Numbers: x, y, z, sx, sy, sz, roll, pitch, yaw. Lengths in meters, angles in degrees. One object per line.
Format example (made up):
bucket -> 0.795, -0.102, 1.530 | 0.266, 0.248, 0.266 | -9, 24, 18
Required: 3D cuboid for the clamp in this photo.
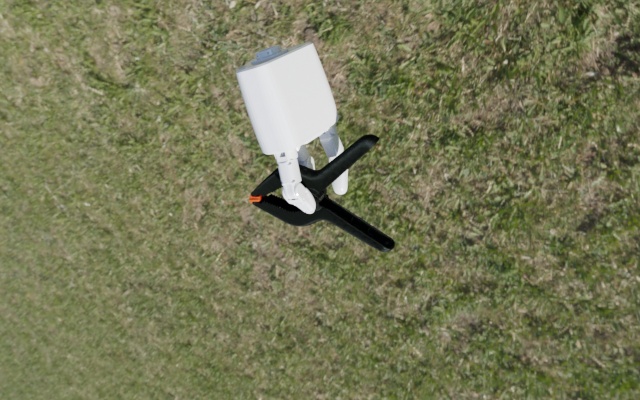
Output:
clamp -> -0.001, 0.002, 0.651 | 0.210, 0.165, 0.036 | -6, 24, 28
